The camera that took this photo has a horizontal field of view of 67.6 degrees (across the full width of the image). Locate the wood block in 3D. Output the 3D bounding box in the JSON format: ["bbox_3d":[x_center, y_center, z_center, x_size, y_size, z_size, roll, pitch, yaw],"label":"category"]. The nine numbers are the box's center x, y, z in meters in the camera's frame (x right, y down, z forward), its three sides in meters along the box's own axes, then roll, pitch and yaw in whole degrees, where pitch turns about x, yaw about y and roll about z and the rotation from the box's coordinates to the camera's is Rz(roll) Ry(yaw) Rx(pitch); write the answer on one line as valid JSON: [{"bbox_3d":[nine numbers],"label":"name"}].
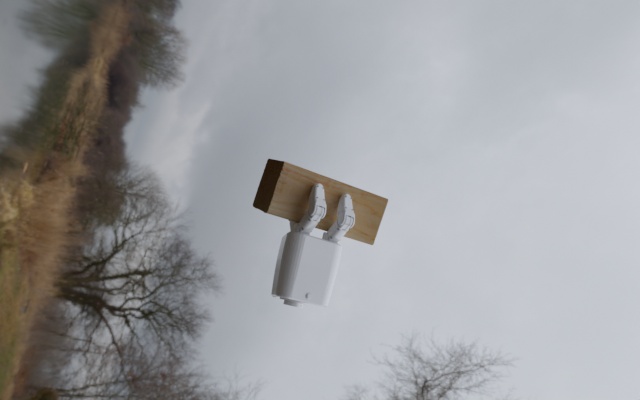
[{"bbox_3d":[0.000,0.003,0.835,0.206,0.090,0.091,19,-1,-25],"label":"wood block"}]
